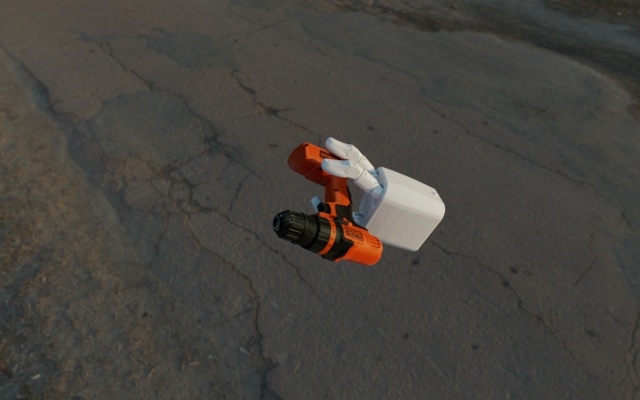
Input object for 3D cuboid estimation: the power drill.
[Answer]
[{"bbox_3d":[0.000,0.002,0.715,0.184,0.187,0.057,22,-49,-35],"label":"power drill"}]
